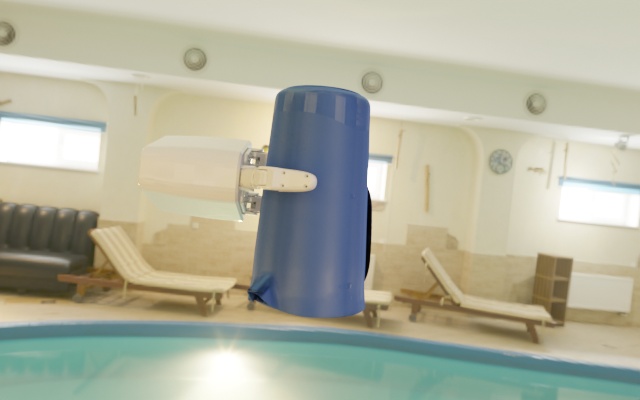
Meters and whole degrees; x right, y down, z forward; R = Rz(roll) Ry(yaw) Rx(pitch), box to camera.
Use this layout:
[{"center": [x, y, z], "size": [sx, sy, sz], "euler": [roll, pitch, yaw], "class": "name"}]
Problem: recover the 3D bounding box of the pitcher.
[{"center": [0.000, 0.002, 0.548], "size": [0.145, 0.243, 0.149], "euler": [5, 1, -2], "class": "pitcher"}]
